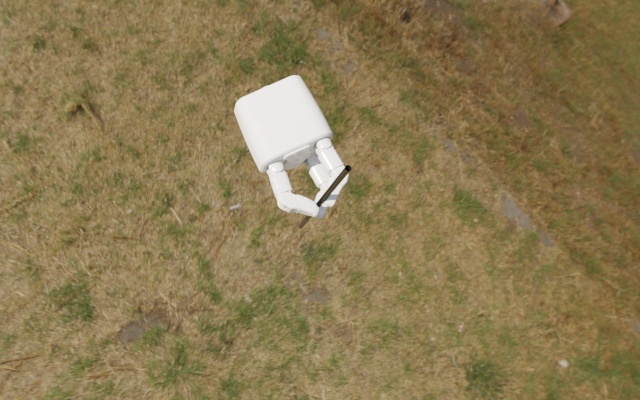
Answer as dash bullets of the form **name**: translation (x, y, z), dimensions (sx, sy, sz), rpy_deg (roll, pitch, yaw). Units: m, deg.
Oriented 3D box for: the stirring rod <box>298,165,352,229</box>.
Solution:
- **stirring rod**: translation (0.000, 0.002, 0.662), dimensions (0.011, 0.011, 0.240), rpy_deg (0, -19, -16)
